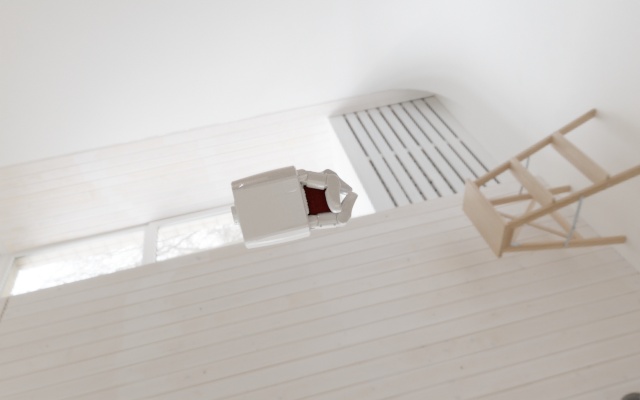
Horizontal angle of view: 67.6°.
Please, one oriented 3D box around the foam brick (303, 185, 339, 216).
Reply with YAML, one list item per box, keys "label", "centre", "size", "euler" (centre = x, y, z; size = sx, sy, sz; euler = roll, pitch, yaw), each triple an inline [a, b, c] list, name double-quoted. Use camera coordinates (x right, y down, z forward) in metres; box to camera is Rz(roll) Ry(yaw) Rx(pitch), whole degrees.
- label: "foam brick"
  centre: [0.000, 0.003, 0.802]
  size: [0.051, 0.053, 0.078]
  euler: [-14, -15, -6]
